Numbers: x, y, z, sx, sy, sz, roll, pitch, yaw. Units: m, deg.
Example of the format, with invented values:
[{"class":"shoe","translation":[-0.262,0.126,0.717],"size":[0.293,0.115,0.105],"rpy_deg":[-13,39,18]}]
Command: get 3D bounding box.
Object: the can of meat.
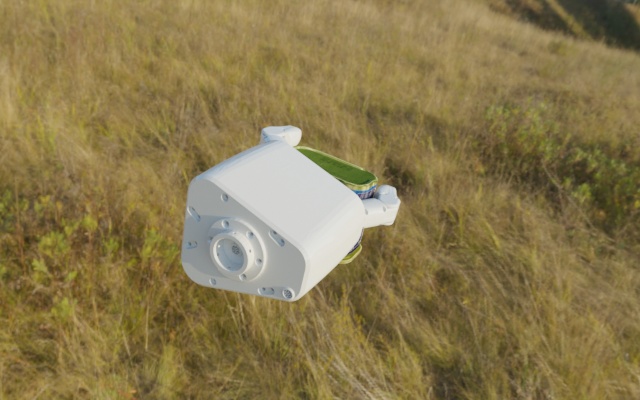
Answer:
[{"class":"can of meat","translation":[0.000,0.001,0.479],"size":[0.102,0.084,0.057],"rpy_deg":[23,27,20]}]
